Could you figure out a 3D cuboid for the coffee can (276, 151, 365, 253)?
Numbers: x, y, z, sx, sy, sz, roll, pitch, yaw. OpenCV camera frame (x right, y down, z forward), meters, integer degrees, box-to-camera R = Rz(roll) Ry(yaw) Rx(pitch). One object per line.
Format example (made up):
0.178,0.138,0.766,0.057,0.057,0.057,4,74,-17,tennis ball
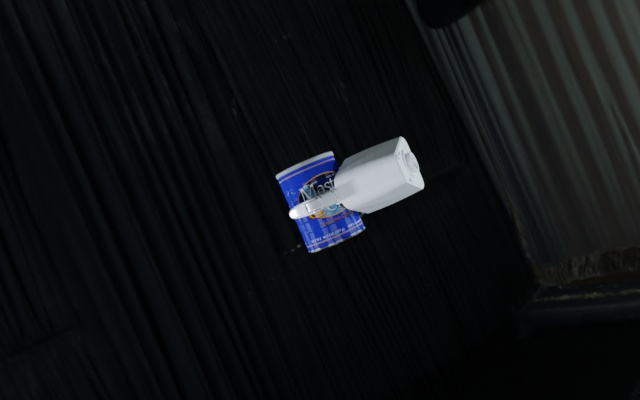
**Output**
0.000,0.003,0.796,0.103,0.140,0.103,-24,0,0,coffee can
